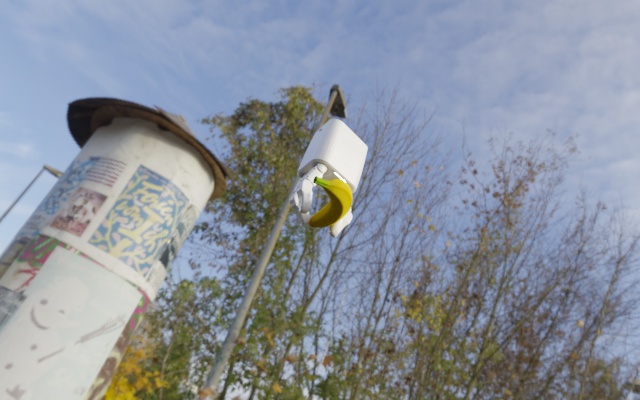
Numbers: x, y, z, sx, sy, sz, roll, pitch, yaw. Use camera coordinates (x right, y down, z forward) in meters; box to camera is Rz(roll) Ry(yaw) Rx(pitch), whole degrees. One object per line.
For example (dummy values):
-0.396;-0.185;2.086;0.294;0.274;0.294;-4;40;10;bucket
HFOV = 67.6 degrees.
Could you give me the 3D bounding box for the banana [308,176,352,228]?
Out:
0.018;0.007;0.832;0.069;0.037;0.198;16;-26;3;banana
